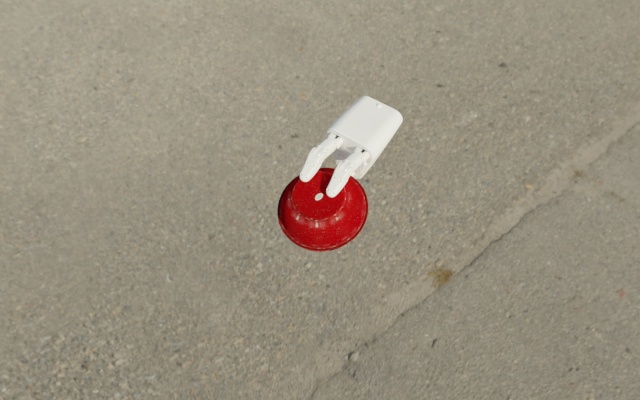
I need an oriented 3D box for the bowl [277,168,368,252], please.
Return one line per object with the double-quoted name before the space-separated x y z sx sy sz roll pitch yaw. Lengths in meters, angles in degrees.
"bowl" 0.000 0.004 0.815 0.162 0.162 0.055 0 -25 8
